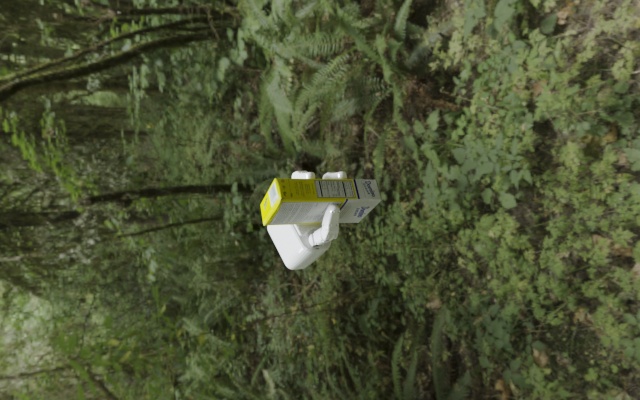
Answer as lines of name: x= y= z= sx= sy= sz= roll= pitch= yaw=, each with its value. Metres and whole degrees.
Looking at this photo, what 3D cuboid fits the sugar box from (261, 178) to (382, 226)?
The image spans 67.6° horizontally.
sugar box: x=0.000 y=0.002 z=0.779 sx=0.176 sy=0.048 sz=0.093 roll=-2 pitch=-26 yaw=-25
